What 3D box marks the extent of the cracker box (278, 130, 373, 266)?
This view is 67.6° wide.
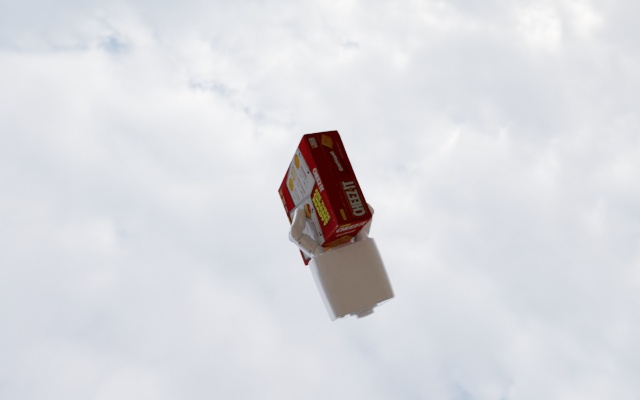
[{"bbox_3d":[0.000,0.003,0.835,0.072,0.164,0.214,-13,-19,-23],"label":"cracker box"}]
